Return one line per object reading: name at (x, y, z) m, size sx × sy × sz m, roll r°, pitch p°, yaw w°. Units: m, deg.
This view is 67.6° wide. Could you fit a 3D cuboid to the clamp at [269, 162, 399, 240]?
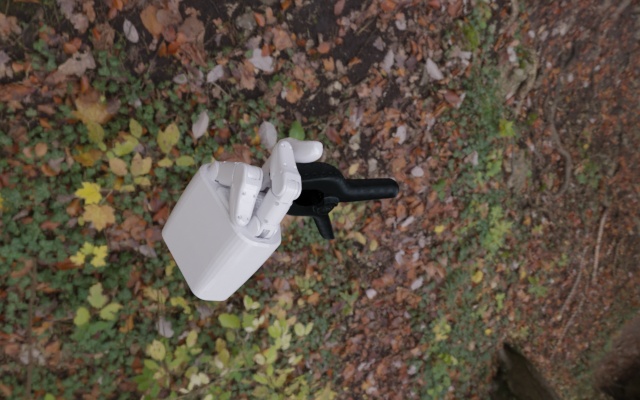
clamp at (0.000, 0.002, 0.551) m, size 0.171 × 0.039 × 0.120 m, roll 14°, pitch -51°, yaw -41°
